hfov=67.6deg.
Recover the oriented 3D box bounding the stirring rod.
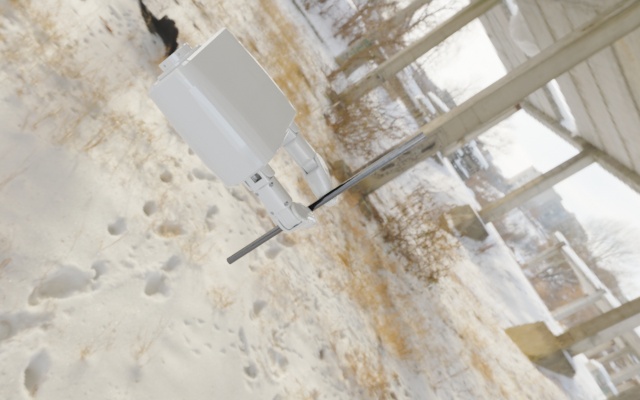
[{"bbox_3d":[0.000,0.002,0.478,0.239,0.011,0.011,-33,-9,15],"label":"stirring rod"}]
